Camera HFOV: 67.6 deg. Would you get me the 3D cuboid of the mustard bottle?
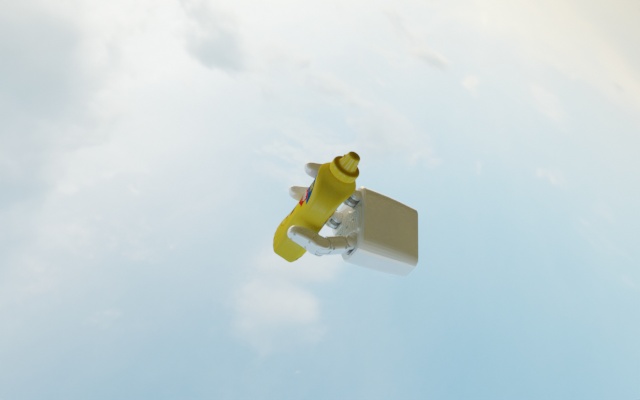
[{"bbox_3d":[0.000,0.002,0.683,0.058,0.192,0.096,35,38,-4],"label":"mustard bottle"}]
